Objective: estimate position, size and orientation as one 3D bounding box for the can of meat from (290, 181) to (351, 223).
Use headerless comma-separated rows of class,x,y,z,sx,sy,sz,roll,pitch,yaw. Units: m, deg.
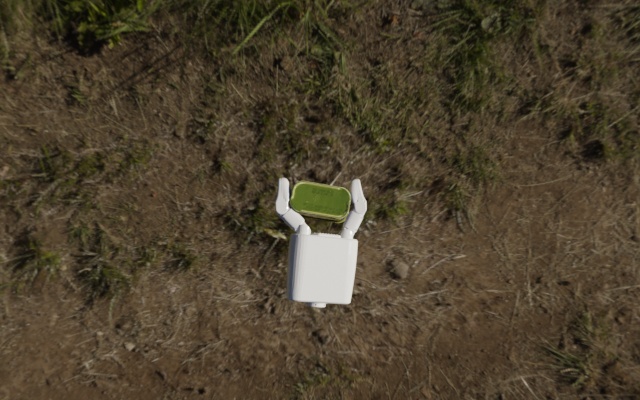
can of meat,0.000,0.003,0.798,0.102,0.057,0.084,9,-5,1
